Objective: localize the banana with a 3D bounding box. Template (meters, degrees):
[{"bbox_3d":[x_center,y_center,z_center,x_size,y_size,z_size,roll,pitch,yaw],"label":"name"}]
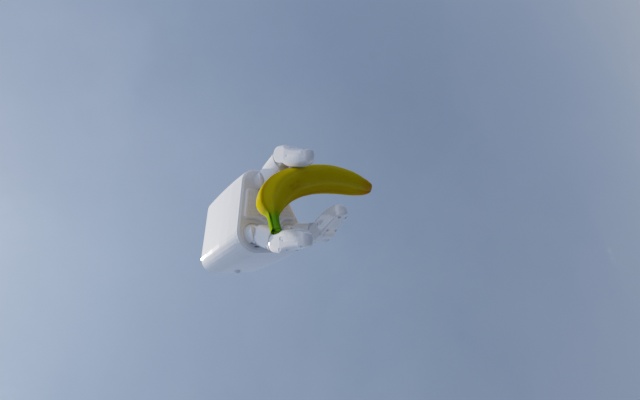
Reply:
[{"bbox_3d":[-0.012,-0.013,0.569,0.197,0.069,0.037,-23,-14,-49],"label":"banana"}]
